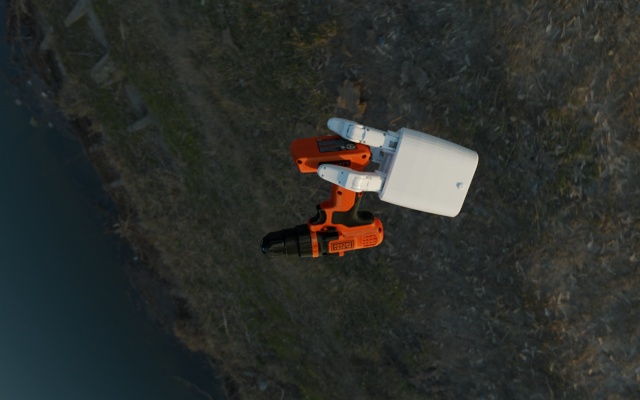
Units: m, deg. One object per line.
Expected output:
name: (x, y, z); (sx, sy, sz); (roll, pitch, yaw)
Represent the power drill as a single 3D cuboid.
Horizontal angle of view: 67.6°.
power drill: (0.000, 0.002, 0.676); (0.184, 0.188, 0.057); (-8, 39, -8)
